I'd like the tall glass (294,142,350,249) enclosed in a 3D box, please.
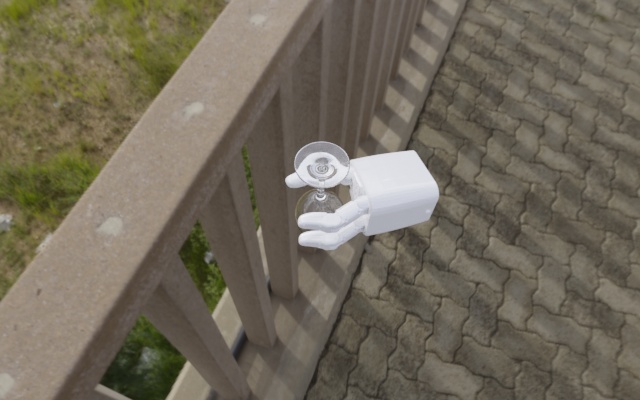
[{"bbox_3d":[0.000,0.002,0.715,0.079,0.079,0.201,0,-31,-2],"label":"tall glass"}]
